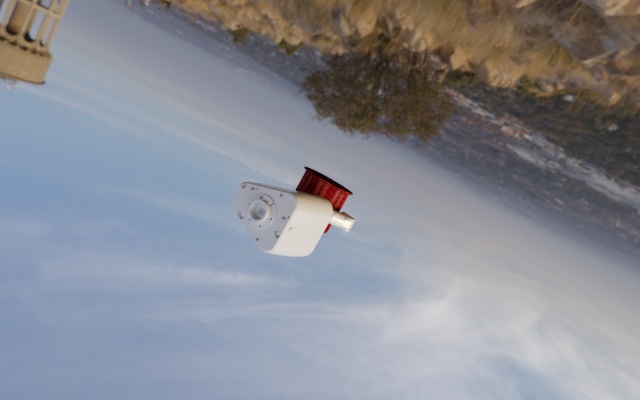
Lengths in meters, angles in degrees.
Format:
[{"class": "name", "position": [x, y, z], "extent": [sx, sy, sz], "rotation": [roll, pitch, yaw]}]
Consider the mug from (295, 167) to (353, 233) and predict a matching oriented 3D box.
[{"class": "mug", "position": [0.001, 0.003, 0.806], "extent": [0.093, 0.081, 0.117], "rotation": [33, 8, 28]}]
